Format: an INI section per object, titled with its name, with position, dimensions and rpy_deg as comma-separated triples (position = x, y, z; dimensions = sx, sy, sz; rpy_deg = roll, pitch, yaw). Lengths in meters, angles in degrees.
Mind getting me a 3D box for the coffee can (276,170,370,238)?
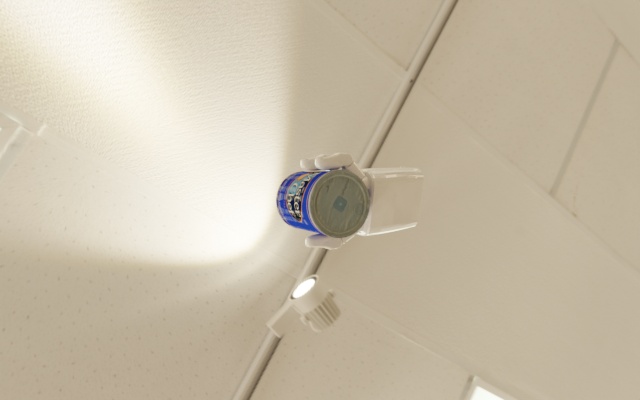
[coffee can]
position = 0.000, 0.003, 0.774
dimensions = 0.103, 0.103, 0.140
rpy_deg = 0, 3, -26
